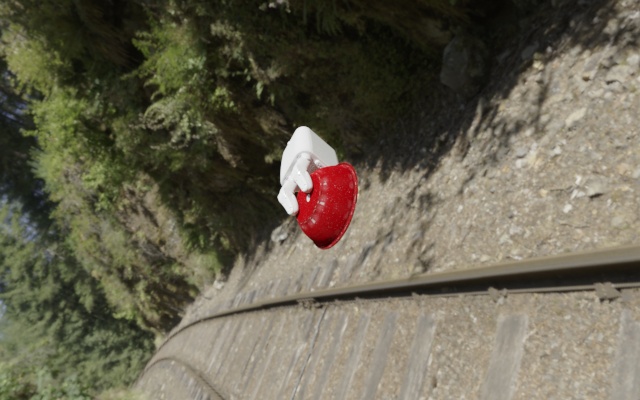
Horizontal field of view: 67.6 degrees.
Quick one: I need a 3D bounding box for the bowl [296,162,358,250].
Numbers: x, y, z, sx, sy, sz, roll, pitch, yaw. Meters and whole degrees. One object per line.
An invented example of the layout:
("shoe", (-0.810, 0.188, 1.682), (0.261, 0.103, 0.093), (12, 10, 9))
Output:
("bowl", (0.000, 0.003, 0.843), (0.055, 0.162, 0.162), (17, -8, -26))
